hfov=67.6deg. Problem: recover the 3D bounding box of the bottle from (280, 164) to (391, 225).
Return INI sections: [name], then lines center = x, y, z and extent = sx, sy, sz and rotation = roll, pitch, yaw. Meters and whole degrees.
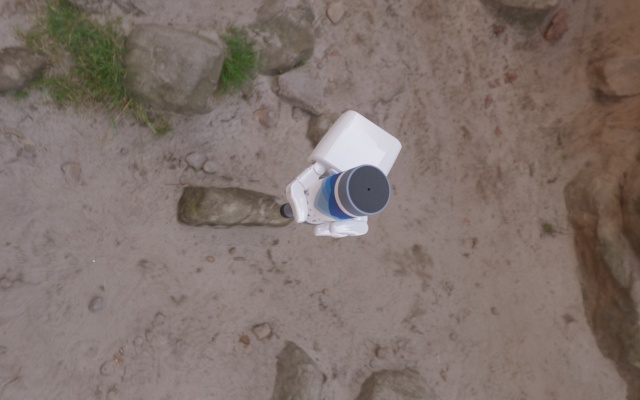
[bottle]
center = 0.000, 0.002, 0.747
extent = 0.069, 0.069, 0.296
rotation = 0, -7, -25
